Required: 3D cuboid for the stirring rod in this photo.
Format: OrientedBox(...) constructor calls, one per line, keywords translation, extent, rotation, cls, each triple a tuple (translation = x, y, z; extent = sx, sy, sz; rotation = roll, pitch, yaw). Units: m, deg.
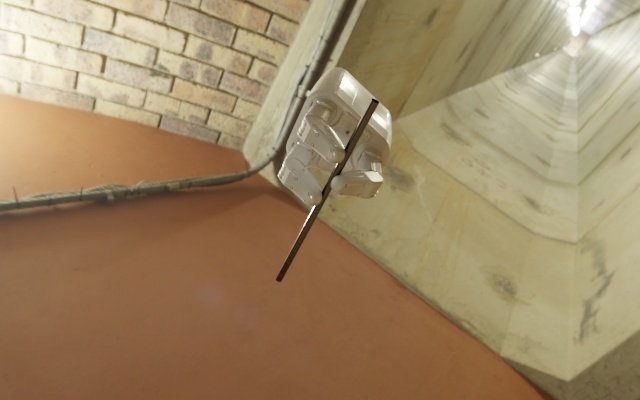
OrientedBox(translation=(0.000, 0.001, 0.485), extent=(0.011, 0.240, 0.011), rotation=(20, 34, -14), cls="stirring rod")
